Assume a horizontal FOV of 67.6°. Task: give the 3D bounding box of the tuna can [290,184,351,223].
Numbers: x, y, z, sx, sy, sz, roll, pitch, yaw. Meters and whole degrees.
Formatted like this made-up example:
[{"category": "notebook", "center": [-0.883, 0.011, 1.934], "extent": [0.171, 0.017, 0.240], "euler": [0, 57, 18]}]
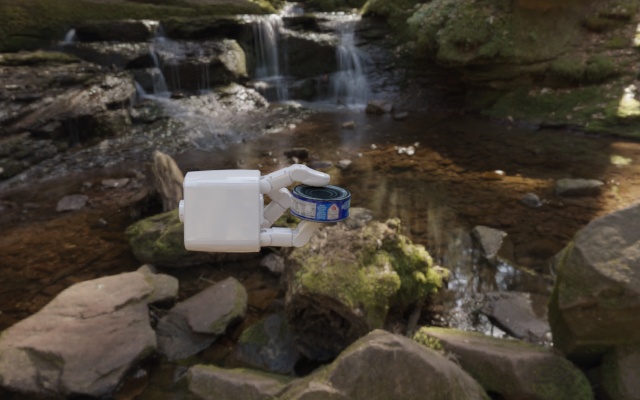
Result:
[{"category": "tuna can", "center": [0.000, 0.002, 0.681], "extent": [0.086, 0.034, 0.086], "euler": [5, 17, -1]}]
